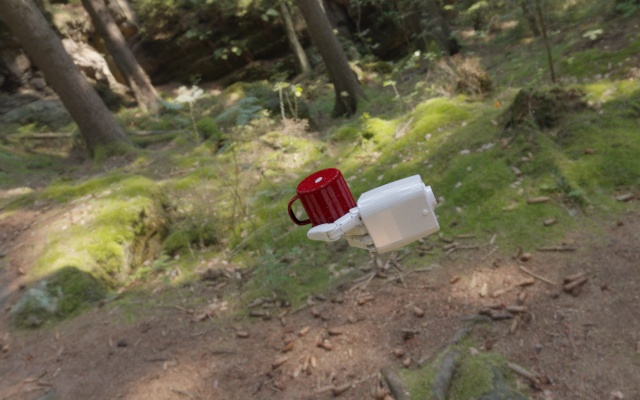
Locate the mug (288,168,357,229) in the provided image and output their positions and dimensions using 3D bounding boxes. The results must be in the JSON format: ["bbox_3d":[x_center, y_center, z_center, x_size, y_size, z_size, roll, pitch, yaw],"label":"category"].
[{"bbox_3d":[-0.001,0.003,0.802,0.117,0.081,0.093,-21,22,13],"label":"mug"}]
